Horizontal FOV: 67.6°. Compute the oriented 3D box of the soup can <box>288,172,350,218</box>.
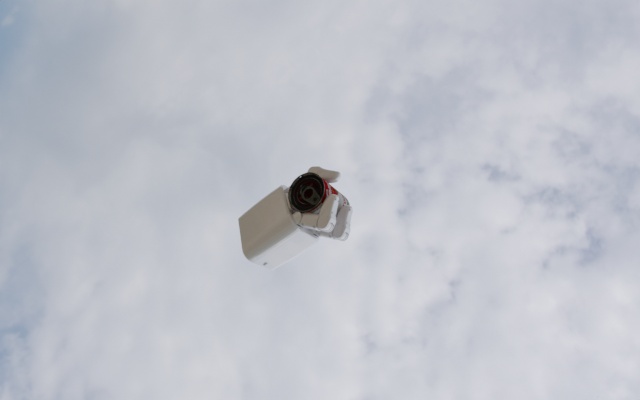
[{"bbox_3d":[0.001,0.002,0.812,0.068,0.068,0.102,0,-20,30],"label":"soup can"}]
